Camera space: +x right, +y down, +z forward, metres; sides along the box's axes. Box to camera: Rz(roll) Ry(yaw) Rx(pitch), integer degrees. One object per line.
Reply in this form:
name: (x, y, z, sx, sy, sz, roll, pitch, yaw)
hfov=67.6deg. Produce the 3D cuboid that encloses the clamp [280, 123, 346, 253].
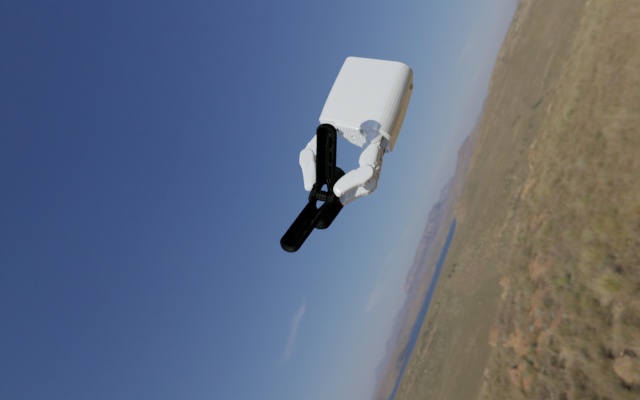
clamp: (0.000, 0.002, 0.665, 0.036, 0.164, 0.210, 19, -8, 14)
